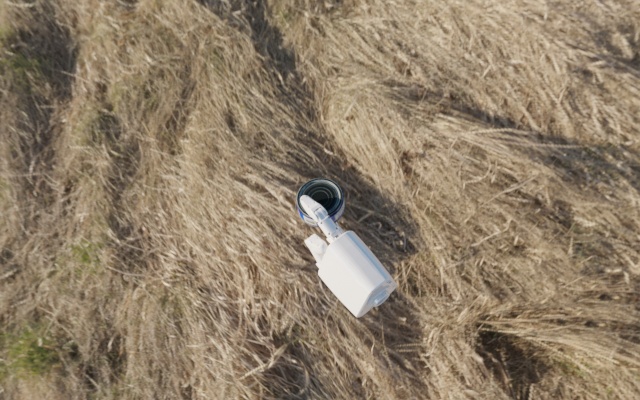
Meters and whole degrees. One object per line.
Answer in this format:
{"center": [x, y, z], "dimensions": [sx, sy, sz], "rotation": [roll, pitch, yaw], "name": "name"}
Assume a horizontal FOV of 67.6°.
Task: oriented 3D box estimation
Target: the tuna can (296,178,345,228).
{"center": [0.000, 0.002, 0.850], "dimensions": [0.086, 0.086, 0.034], "rotation": [0, -29, 7], "name": "tuna can"}
